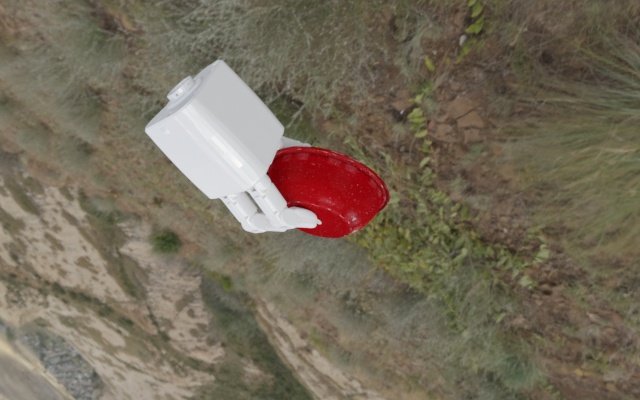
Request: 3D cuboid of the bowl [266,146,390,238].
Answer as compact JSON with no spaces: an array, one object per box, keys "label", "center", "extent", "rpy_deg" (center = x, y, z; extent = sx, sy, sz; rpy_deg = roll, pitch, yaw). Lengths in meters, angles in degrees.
[{"label":"bowl","center":[0.001,0.003,0.588],"extent":[0.162,0.055,0.162],"rpy_deg":[14,-26,7]}]
